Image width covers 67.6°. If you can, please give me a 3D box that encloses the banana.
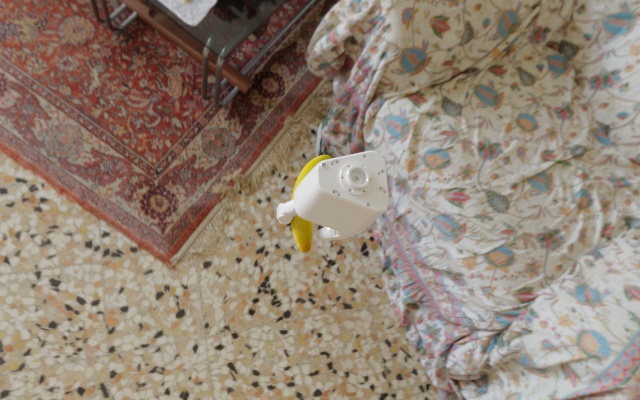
[{"bbox_3d":[-0.015,-0.009,0.819,0.069,0.197,0.037,28,-27,-10],"label":"banana"}]
